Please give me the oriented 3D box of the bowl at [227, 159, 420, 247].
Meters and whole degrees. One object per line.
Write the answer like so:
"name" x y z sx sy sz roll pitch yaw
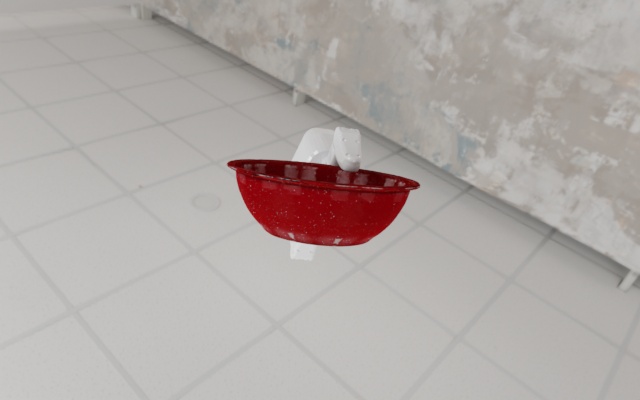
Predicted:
"bowl" 0.000 0.002 0.405 0.162 0.055 0.162 6 8 -1
